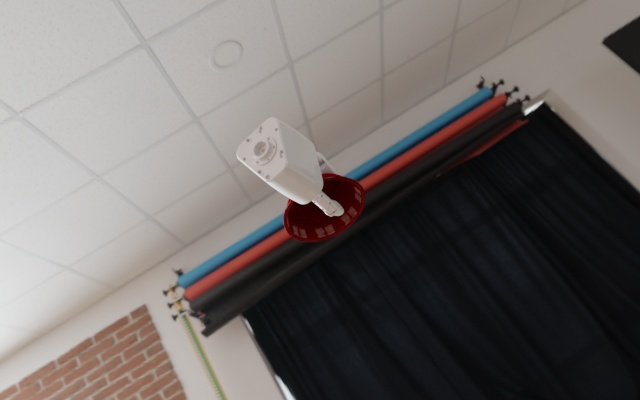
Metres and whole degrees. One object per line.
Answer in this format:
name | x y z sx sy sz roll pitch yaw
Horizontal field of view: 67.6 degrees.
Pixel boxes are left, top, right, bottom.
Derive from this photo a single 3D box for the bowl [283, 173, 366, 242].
bowl | 0.000 0.003 0.892 0.162 0.162 0.055 0 41 -28
